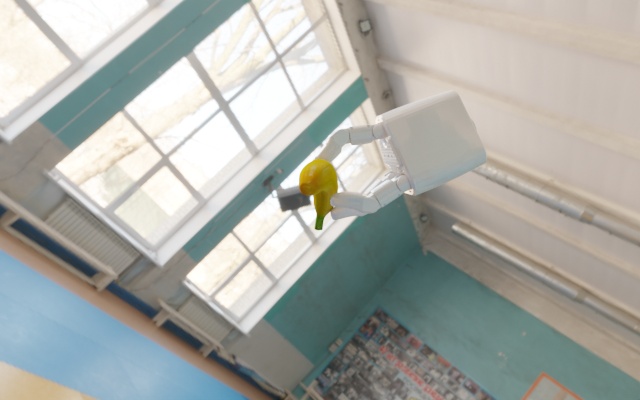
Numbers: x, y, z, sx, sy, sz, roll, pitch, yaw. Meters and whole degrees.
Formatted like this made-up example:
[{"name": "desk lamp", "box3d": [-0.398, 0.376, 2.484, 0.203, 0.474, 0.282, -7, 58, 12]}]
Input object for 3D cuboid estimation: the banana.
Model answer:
[{"name": "banana", "box3d": [0.001, -0.015, 0.595, 0.037, 0.069, 0.198, 1, -16, 6]}]
